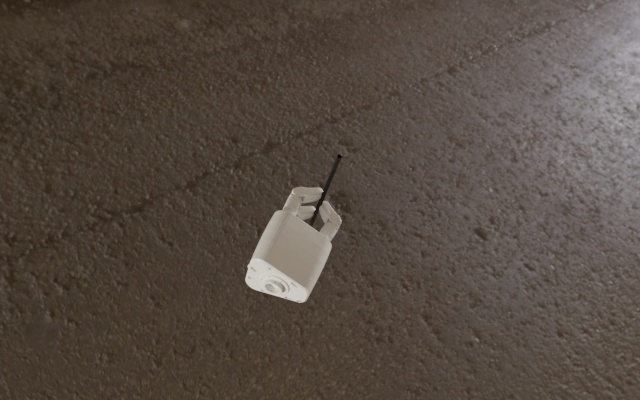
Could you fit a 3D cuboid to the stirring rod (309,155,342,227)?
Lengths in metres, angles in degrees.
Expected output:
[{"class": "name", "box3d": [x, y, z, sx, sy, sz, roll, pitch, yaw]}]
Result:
[{"class": "stirring rod", "box3d": [0.000, 0.003, 0.851, 0.011, 0.011, 0.240, 0, -37, -19]}]
